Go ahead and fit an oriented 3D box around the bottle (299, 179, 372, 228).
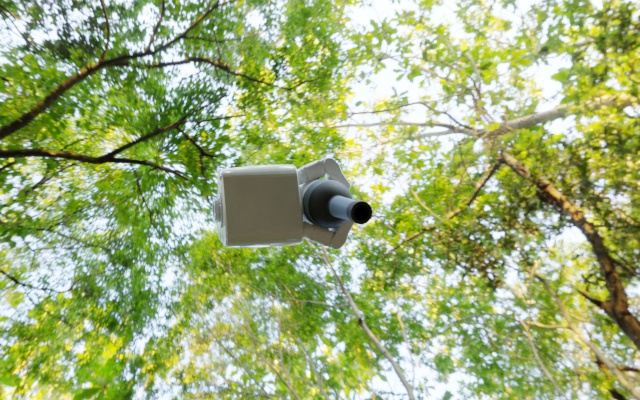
[{"bbox_3d":[0.000,0.002,0.688,0.069,0.069,0.295,0,5,-19],"label":"bottle"}]
